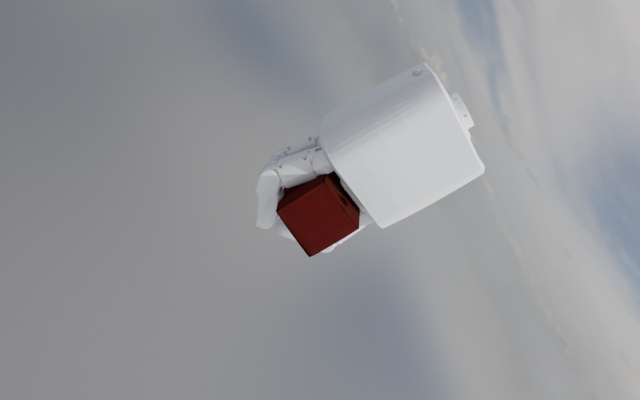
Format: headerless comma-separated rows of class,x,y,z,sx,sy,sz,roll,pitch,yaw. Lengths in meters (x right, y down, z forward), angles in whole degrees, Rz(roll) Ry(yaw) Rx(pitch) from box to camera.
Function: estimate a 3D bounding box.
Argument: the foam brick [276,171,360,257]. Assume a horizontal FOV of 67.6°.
foam brick,0.000,0.002,0.426,0.051,0.053,0.078,-30,19,17
